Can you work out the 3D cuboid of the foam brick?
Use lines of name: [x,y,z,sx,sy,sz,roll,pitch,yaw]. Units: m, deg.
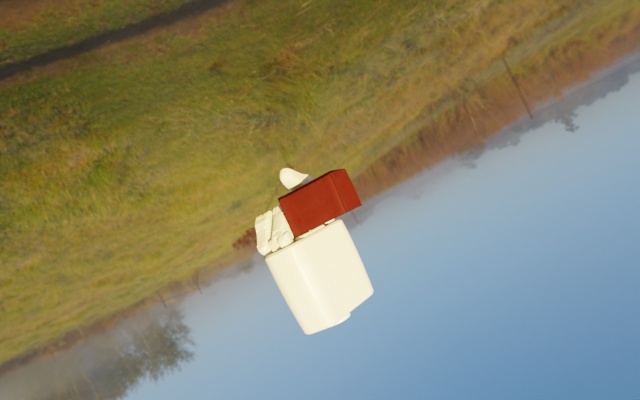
foam brick: [0.000,0.002,0.571,0.078,0.051,0.053,-27,-4,27]
